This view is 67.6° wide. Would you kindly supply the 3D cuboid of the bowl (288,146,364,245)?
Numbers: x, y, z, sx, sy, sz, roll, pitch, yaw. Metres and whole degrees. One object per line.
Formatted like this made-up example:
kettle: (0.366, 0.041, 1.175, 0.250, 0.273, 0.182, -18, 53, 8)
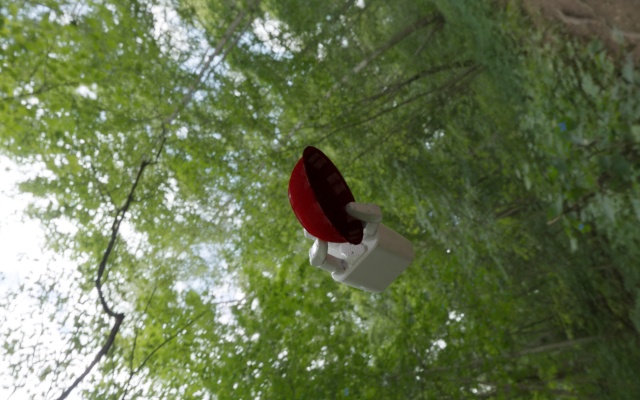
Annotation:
bowl: (-0.001, 0.002, 0.707, 0.055, 0.162, 0.162, -28, -10, 20)
